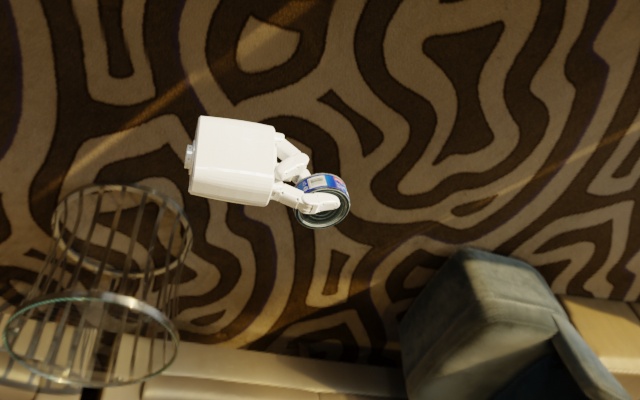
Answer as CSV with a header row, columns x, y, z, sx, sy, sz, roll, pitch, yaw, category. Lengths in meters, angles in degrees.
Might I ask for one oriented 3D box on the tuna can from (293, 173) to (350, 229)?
x,y,z,sx,sy,sz,roll,pitch,yaw,category
0.000,0.003,0.708,0.086,0.086,0.033,0,43,-15,tuna can
